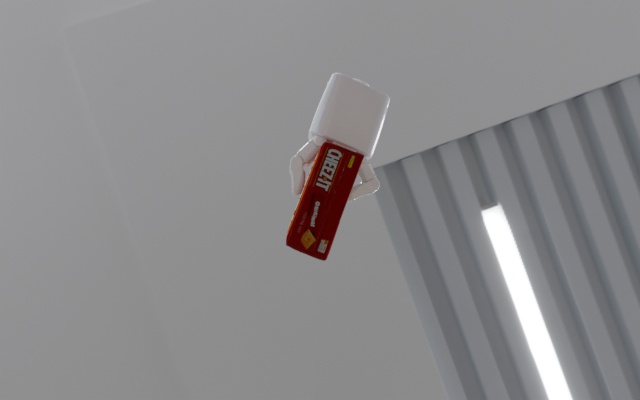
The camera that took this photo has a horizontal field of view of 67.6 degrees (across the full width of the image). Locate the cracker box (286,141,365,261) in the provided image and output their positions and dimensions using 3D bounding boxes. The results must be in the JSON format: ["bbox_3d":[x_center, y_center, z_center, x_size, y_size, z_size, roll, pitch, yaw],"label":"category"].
[{"bbox_3d":[0.000,0.003,0.784,0.072,0.164,0.214,20,-3,-2],"label":"cracker box"}]
